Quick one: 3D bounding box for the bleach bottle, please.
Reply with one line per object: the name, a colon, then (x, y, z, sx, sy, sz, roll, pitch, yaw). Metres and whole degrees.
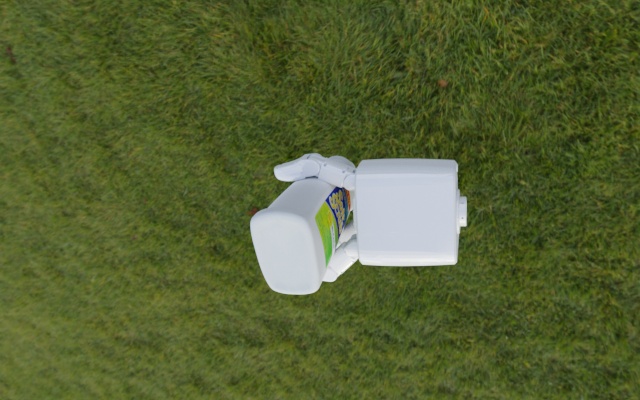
bleach bottle: (0.000, 0.002, 0.582, 0.068, 0.103, 0.250, -2, 26, 19)
